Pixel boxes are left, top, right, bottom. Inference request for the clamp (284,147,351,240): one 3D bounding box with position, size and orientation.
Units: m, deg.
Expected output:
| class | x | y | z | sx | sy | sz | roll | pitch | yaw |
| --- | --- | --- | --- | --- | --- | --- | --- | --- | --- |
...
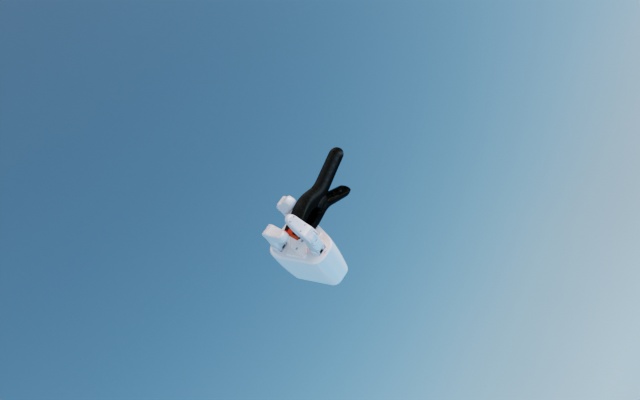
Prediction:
| class | x | y | z | sx | sy | sz | roll | pitch | yaw |
| --- | --- | --- | --- | --- | --- | --- | --- | --- | --- |
| clamp | 0.000 | 0.003 | 0.831 | 0.039 | 0.171 | 0.120 | 25 | -19 | 34 |
